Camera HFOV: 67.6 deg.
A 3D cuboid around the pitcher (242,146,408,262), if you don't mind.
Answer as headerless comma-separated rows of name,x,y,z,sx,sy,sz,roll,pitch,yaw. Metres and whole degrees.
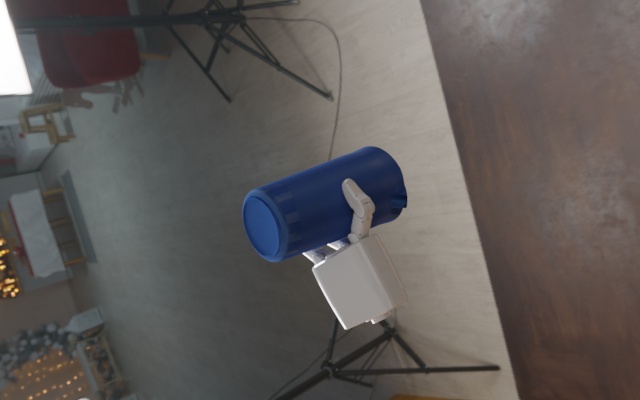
pitcher,0.000,0.003,0.740,0.243,0.145,0.149,-19,-13,-37
